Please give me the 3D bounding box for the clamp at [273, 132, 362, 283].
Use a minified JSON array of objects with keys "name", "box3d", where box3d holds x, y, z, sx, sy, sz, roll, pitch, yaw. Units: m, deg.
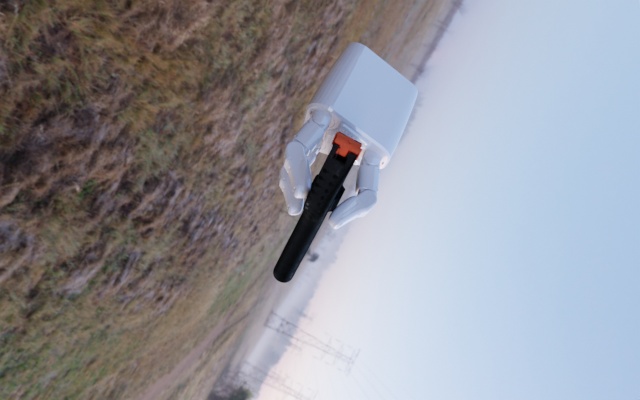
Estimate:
[{"name":"clamp","box3d":[0.001,0.002,0.525,0.036,0.164,0.210,28,-23,2]}]
